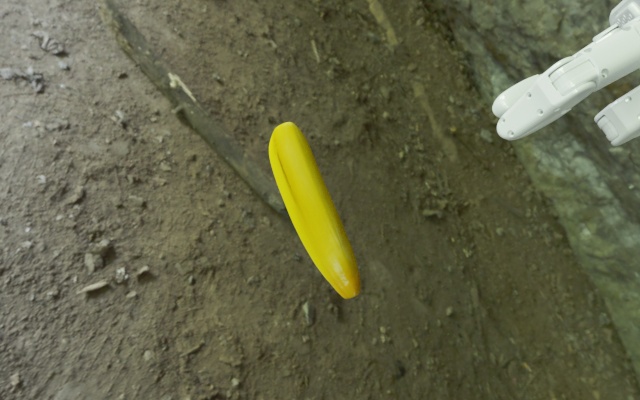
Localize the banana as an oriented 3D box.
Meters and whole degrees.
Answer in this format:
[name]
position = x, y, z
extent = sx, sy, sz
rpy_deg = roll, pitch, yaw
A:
[banana]
position = -0.010, -0.009, 0.417
extent = 0.037, 0.197, 0.070
rpy_deg = -32, -41, 14
